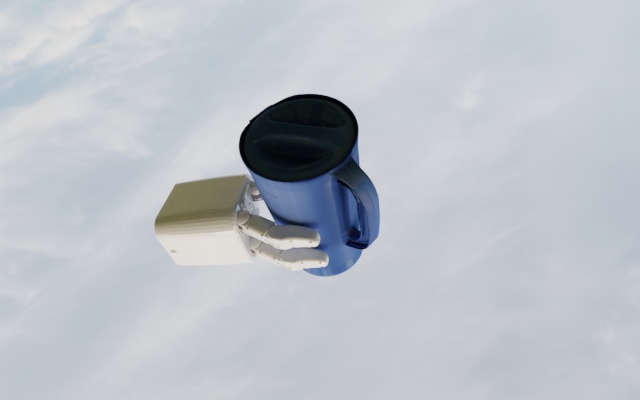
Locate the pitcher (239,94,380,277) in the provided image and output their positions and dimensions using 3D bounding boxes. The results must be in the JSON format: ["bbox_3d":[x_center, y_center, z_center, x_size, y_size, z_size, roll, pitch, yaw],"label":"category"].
[{"bbox_3d":[0.000,0.002,0.603,0.145,0.149,0.243,-7,-38,7],"label":"pitcher"}]
